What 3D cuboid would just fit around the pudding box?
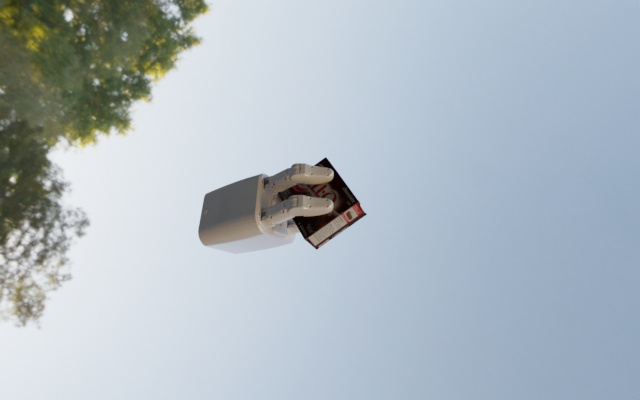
[{"bbox_3d":[0.000,0.002,0.679,0.090,0.113,0.039,-36,-42,3],"label":"pudding box"}]
